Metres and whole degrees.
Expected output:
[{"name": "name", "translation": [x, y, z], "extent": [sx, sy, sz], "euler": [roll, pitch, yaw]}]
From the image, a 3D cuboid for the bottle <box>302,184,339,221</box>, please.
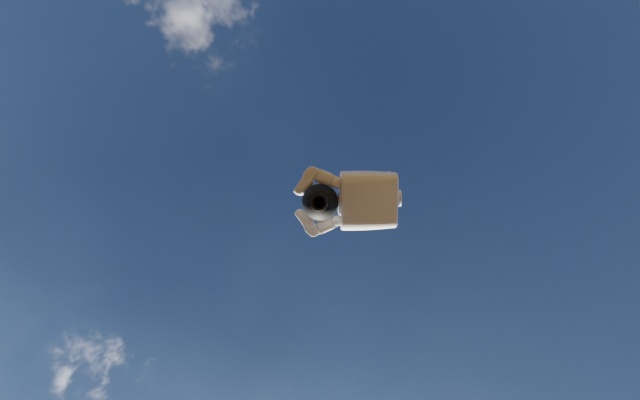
[{"name": "bottle", "translation": [0.000, 0.003, 0.896], "extent": [0.069, 0.069, 0.295], "euler": [0, 0, 1]}]
